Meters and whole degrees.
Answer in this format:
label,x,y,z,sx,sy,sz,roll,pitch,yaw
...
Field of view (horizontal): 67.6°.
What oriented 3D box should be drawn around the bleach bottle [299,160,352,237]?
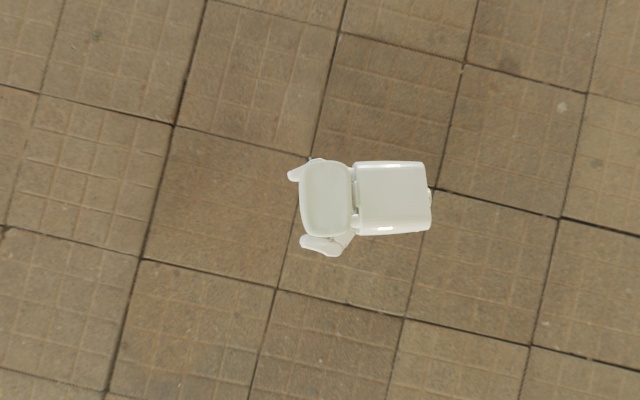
label,x,y,z,sx,sy,sz,roll,pitch,yaw
bleach bottle,0.000,0.002,0.731,0.068,0.102,0.251,-3,-1,-3
